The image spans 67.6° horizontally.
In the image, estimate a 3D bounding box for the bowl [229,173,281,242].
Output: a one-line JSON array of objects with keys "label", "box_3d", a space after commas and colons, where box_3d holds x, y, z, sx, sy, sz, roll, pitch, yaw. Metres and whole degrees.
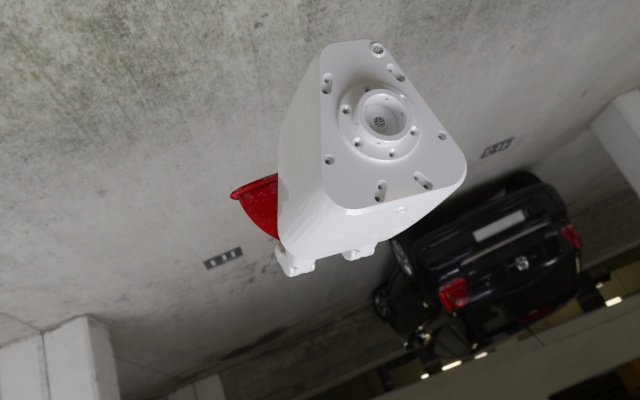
[{"label": "bowl", "box_3d": [0.000, 0.002, 0.450, 0.162, 0.055, 0.162, -15, -3, -1]}]
